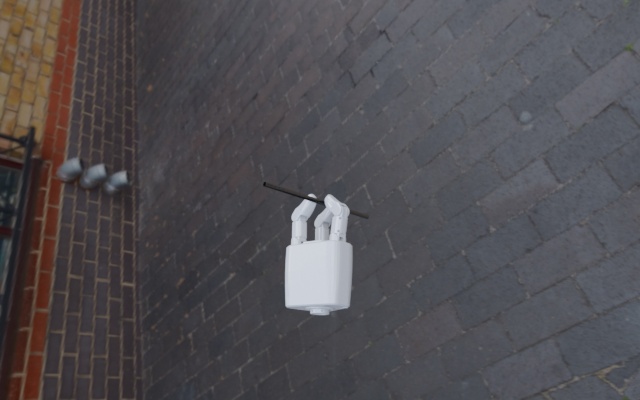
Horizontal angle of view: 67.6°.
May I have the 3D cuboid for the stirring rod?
[{"bbox_3d":[0.000,0.003,0.842,0.239,0.011,0.011,18,-11,-38],"label":"stirring rod"}]
